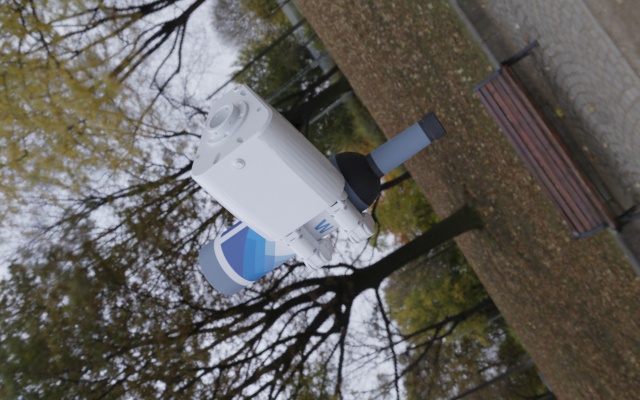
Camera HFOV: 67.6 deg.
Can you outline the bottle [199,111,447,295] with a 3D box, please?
[{"bbox_3d":[0.000,0.002,0.511,0.296,0.069,0.069,-34,-11,16],"label":"bottle"}]
